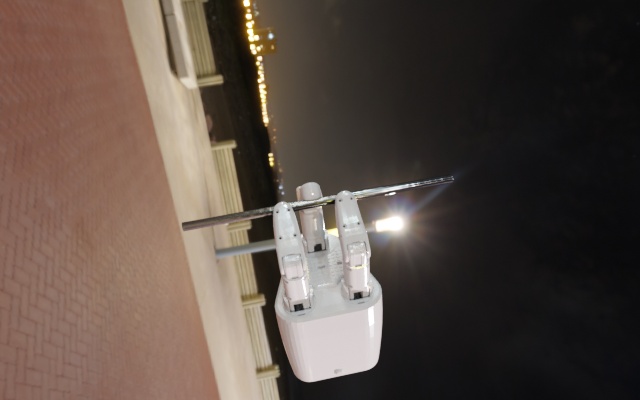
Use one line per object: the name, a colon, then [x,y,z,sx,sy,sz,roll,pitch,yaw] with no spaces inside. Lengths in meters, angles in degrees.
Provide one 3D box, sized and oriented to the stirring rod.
stirring rod: [0.000,0.001,0.419,0.239,0.011,0.011,-10,1,-5]
